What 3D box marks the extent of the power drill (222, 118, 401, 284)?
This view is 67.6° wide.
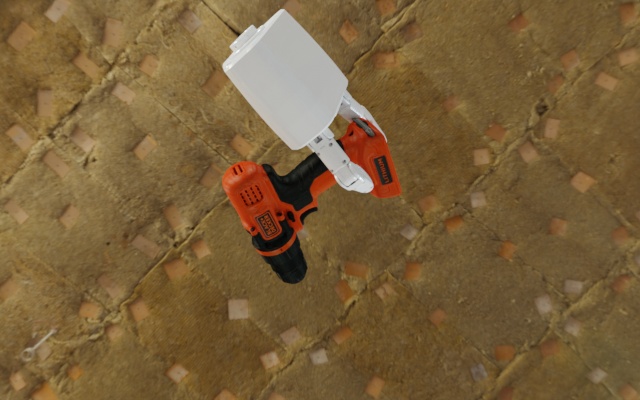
[{"bbox_3d":[0.000,0.001,0.565,0.187,0.185,0.057,-30,40,-7],"label":"power drill"}]
